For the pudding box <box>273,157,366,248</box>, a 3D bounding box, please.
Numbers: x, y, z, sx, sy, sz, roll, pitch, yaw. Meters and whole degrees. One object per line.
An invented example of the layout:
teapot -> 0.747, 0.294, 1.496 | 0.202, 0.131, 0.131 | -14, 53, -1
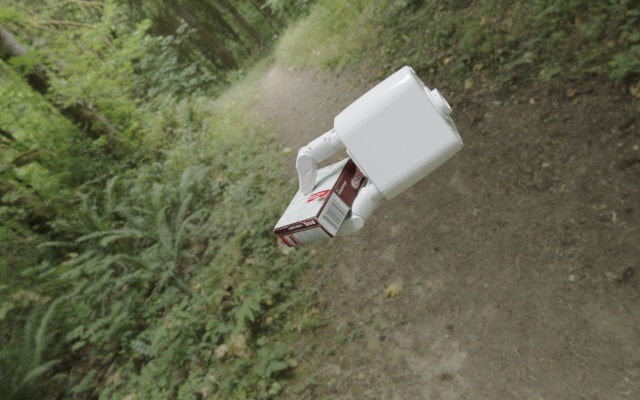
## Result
pudding box -> 0.000, 0.002, 0.612 | 0.039, 0.113, 0.090 | 47, -38, -20
